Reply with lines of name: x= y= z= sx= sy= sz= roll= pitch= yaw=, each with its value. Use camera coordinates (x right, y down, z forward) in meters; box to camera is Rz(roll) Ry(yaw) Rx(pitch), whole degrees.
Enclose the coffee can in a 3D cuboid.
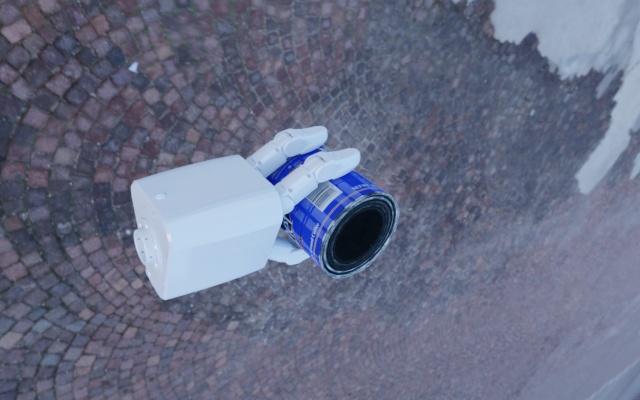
coffee can: x=0.000 y=0.002 z=0.520 sx=0.103 sy=0.103 sz=0.140 roll=0 pitch=30 yaw=-43
